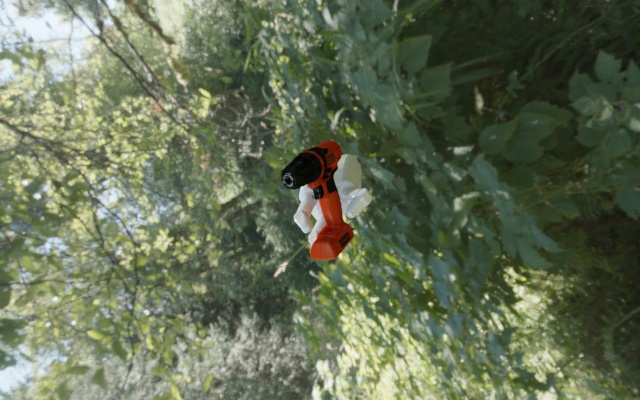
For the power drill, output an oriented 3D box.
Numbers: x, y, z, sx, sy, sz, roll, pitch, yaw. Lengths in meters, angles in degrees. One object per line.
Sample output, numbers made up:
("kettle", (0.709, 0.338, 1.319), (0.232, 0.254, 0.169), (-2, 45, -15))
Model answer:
("power drill", (0.000, 0.003, 0.816), (0.057, 0.188, 0.184), (-1, 20, 27))
